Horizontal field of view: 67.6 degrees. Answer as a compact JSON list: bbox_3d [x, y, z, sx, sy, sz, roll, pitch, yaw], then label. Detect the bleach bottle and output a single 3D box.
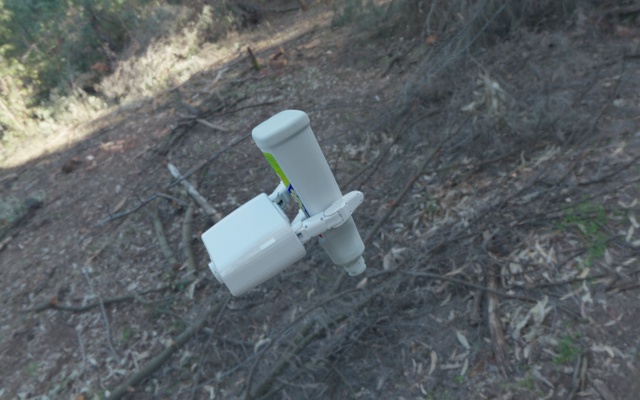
[{"bbox_3d":[0.000,0.002,0.650,0.068,0.251,0.102,-33,22,-10],"label":"bleach bottle"}]
